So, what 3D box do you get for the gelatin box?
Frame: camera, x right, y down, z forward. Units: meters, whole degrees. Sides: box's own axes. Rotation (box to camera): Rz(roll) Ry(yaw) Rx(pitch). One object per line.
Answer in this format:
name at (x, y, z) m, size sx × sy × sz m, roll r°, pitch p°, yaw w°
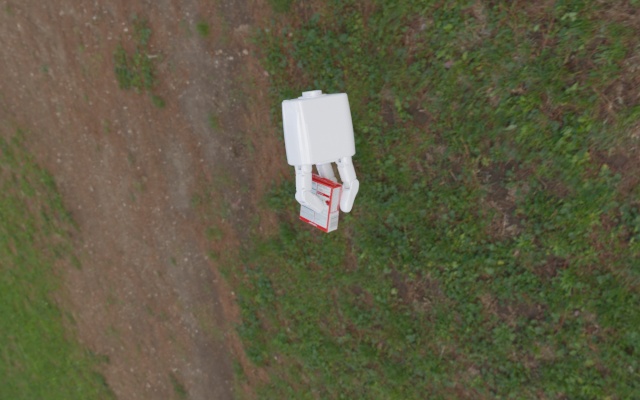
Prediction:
gelatin box at (0.000, 0.003, 0.859) m, size 0.073 × 0.089 × 0.030 m, roll 24°, pitch 27°, yaw 39°
